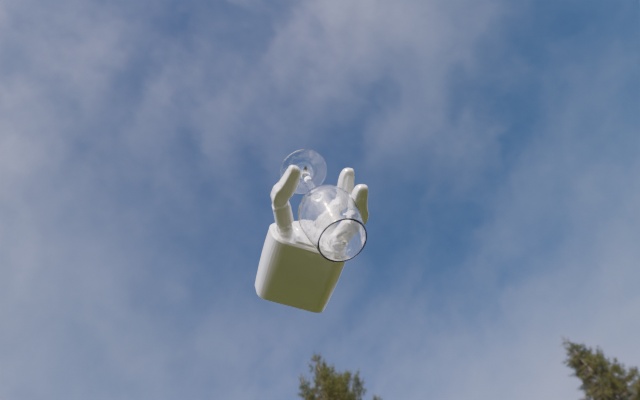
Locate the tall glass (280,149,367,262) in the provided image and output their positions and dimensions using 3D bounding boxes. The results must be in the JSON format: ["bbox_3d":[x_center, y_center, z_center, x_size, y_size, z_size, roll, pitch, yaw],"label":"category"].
[{"bbox_3d":[0.000,0.002,0.650,0.079,0.079,0.201,0,27,-18],"label":"tall glass"}]
